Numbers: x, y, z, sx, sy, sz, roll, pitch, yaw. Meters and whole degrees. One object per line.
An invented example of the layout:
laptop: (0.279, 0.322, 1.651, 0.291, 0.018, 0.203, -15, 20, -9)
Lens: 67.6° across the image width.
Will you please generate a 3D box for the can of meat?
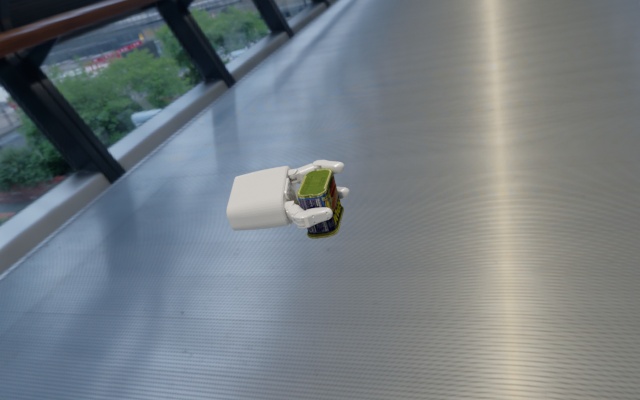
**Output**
can of meat: (0.000, 0.002, 0.829, 0.057, 0.084, 0.102, -7, 29, 16)
